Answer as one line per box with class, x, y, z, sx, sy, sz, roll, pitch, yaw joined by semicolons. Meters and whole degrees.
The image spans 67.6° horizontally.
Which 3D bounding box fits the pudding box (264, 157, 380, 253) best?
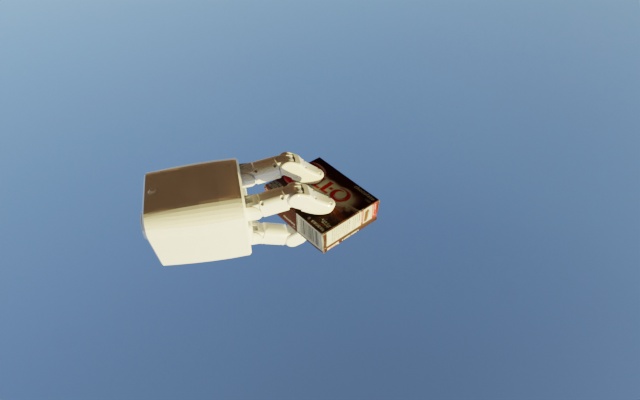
pudding box;0.000;0.002;0.578;0.090;0.039;0.113;-30;53;-29
